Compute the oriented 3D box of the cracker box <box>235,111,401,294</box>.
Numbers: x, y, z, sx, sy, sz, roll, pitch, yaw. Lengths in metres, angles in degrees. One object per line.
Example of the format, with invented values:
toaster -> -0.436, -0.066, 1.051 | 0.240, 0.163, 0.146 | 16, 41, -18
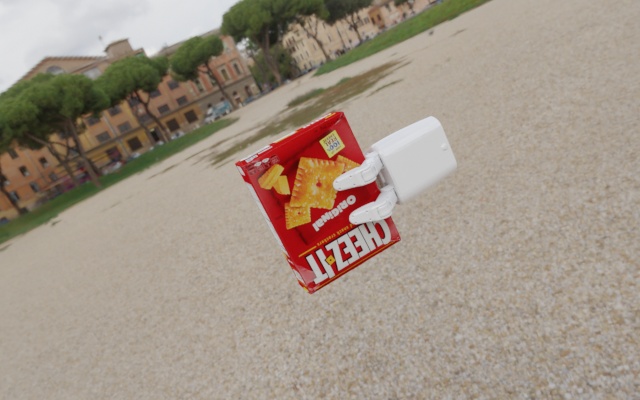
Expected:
cracker box -> 0.000, 0.002, 0.696 | 0.164, 0.214, 0.072 | -29, 14, -11
